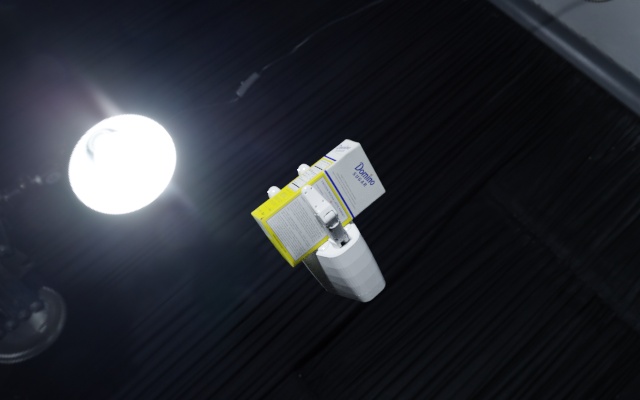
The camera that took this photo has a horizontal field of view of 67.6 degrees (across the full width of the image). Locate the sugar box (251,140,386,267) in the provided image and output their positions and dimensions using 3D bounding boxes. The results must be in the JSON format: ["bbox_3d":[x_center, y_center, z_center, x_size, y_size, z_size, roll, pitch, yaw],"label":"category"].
[{"bbox_3d":[0.000,0.002,0.681,0.176,0.093,0.048,-39,29,-13],"label":"sugar box"}]
